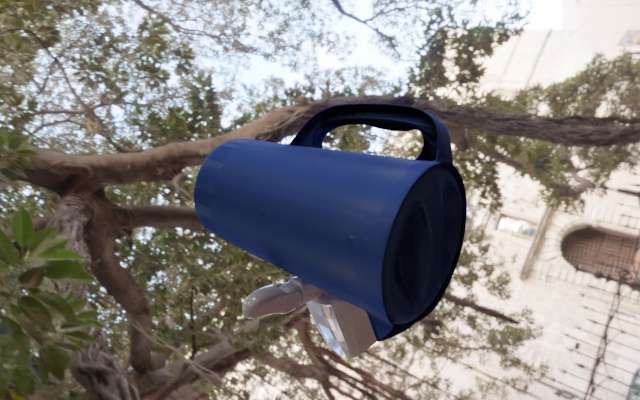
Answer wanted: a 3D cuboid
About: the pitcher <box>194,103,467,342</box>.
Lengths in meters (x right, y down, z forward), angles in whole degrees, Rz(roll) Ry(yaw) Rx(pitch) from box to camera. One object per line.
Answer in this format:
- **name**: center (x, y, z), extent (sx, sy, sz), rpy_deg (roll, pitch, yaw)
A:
- **pitcher**: center (0.000, 0.002, 0.437), extent (0.243, 0.145, 0.149), rpy_deg (16, 49, 37)
